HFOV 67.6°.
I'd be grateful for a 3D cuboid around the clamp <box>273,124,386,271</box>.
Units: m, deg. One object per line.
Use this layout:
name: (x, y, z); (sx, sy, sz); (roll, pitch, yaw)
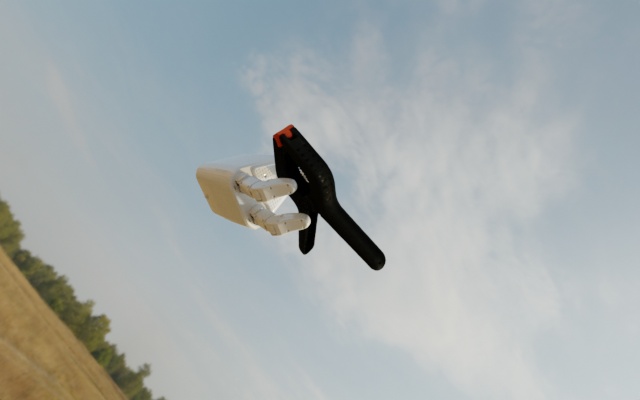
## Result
clamp: (0.000, 0.001, 0.623); (0.164, 0.210, 0.036); (11, 40, 45)
